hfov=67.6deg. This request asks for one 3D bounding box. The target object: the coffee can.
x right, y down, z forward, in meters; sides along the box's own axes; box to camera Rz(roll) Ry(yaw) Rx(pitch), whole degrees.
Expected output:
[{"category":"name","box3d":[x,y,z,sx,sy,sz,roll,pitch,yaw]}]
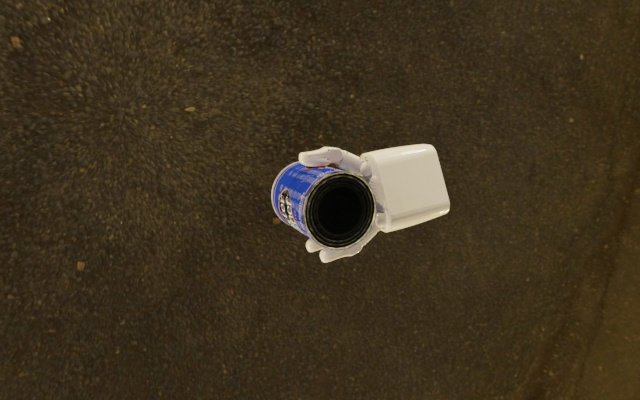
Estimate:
[{"category":"coffee can","box3d":[0.000,0.002,0.665,0.103,0.103,0.140,0,10,-22]}]
